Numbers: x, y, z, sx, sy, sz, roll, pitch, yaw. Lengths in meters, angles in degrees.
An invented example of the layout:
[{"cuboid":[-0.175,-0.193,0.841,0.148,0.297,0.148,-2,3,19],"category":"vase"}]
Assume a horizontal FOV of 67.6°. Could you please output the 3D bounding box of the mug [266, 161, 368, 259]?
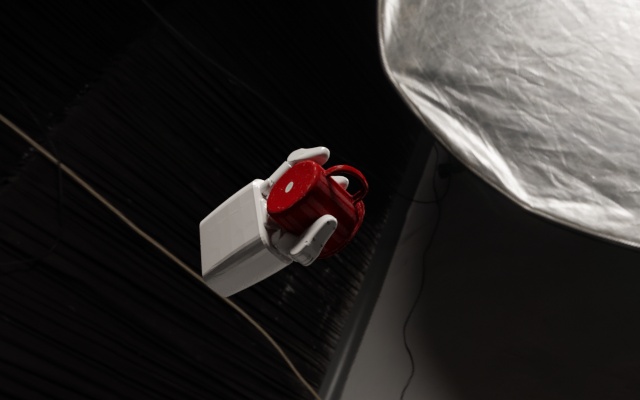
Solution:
[{"cuboid":[0.001,0.001,0.555,0.117,0.093,0.081,-34,-58,22],"category":"mug"}]
